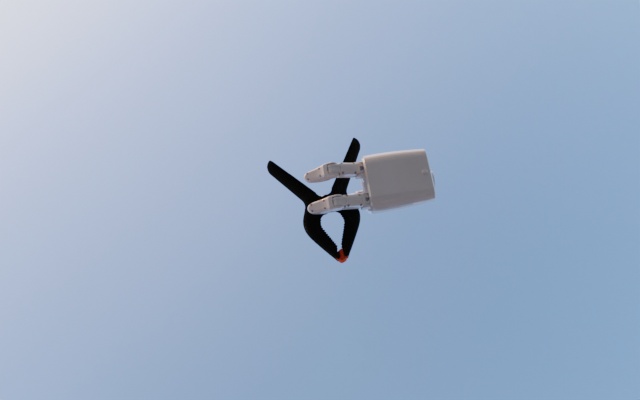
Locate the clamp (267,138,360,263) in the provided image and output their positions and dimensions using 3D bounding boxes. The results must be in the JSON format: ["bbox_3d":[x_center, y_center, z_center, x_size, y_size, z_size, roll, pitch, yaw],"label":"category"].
[{"bbox_3d":[0.001,0.003,0.798,0.164,0.210,0.036,-9,-18,2],"label":"clamp"}]
